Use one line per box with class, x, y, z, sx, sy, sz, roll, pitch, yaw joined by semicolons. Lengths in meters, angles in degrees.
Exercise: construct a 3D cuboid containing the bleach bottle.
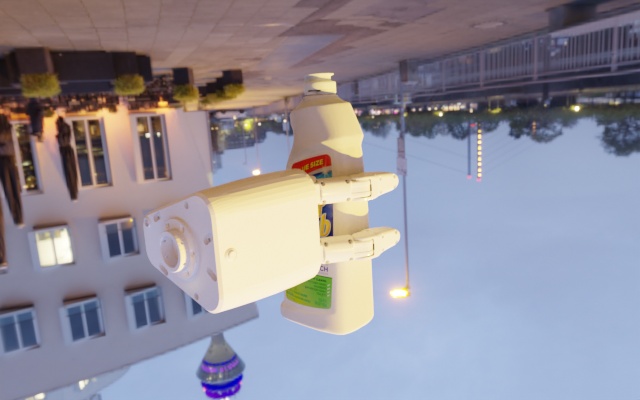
bleach bottle;0.000;0.002;0.485;0.102;0.251;0.068;6;14;42
